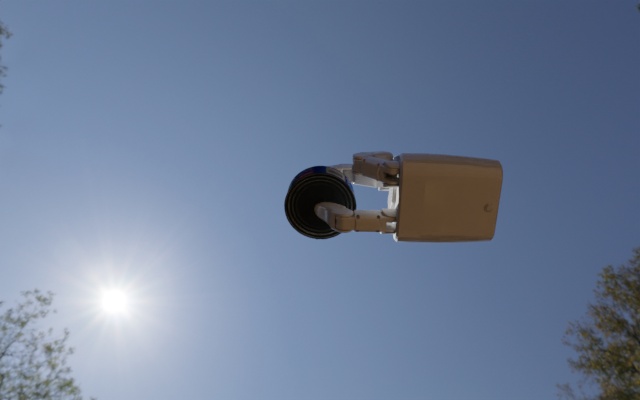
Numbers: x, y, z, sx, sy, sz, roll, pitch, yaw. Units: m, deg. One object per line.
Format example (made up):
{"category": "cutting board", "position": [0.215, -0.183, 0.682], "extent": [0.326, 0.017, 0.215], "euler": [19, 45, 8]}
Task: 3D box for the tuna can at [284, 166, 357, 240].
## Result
{"category": "tuna can", "position": [0.000, 0.002, 0.580], "extent": [0.086, 0.086, 0.033], "euler": [0, 23, 1]}
